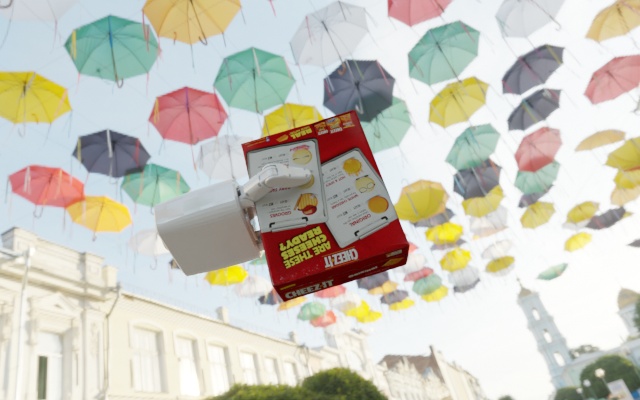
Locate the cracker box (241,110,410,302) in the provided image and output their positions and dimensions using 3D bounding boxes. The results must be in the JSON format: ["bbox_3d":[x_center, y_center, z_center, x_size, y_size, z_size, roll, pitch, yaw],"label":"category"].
[{"bbox_3d":[0.000,0.002,0.614,0.164,0.213,0.072,-17,-30,-1],"label":"cracker box"}]
